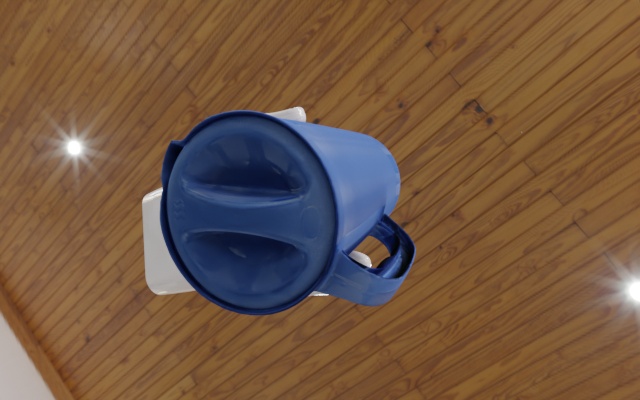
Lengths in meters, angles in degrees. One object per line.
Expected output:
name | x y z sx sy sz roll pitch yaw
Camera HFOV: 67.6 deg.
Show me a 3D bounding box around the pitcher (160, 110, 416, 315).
pitcher | 0.000 0.001 0.408 0.145 0.149 0.243 -16 1 23
